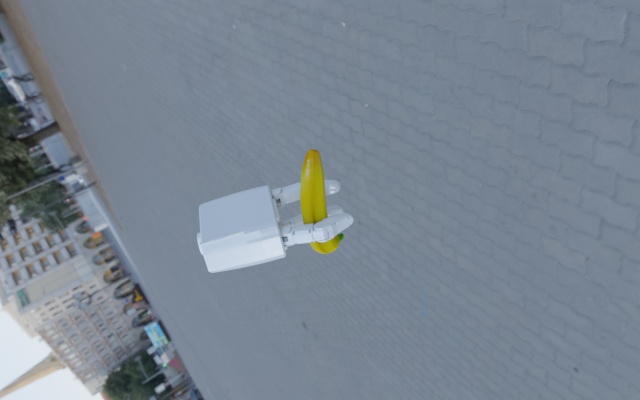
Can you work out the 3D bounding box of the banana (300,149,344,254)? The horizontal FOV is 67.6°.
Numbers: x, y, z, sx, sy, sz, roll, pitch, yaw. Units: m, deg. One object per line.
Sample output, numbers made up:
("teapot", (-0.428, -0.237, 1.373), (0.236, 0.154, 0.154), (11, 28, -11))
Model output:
("banana", (-0.003, 0.019, 0.676), (0.037, 0.069, 0.198), (1, -40, 15))
